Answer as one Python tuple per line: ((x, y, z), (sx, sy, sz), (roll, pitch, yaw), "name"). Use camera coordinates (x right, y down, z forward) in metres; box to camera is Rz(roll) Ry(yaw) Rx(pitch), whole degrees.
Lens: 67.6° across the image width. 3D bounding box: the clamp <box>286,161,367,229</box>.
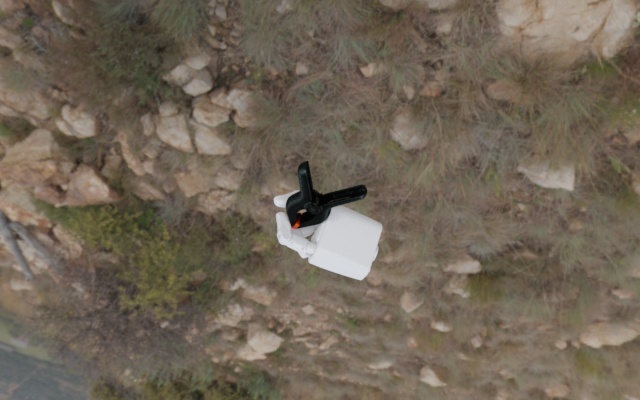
((0.000, 0.003, 0.812), (0.120, 0.039, 0.171), (21, -34, -7), "clamp")
